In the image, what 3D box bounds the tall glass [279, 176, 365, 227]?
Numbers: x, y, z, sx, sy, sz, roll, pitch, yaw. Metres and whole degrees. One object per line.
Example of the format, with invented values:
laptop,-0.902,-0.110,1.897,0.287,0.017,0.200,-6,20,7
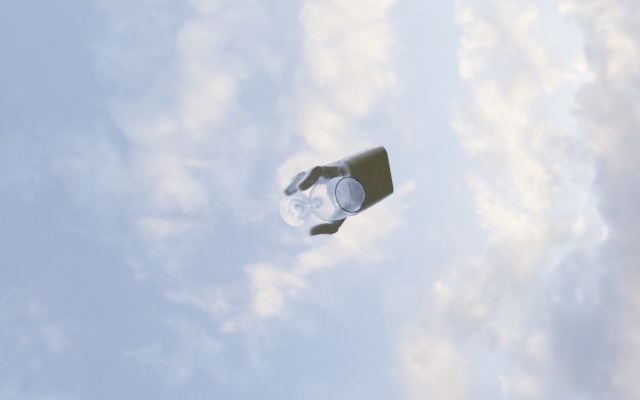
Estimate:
tall glass,0.000,0.003,0.879,0.079,0.079,0.201,0,-7,-30
